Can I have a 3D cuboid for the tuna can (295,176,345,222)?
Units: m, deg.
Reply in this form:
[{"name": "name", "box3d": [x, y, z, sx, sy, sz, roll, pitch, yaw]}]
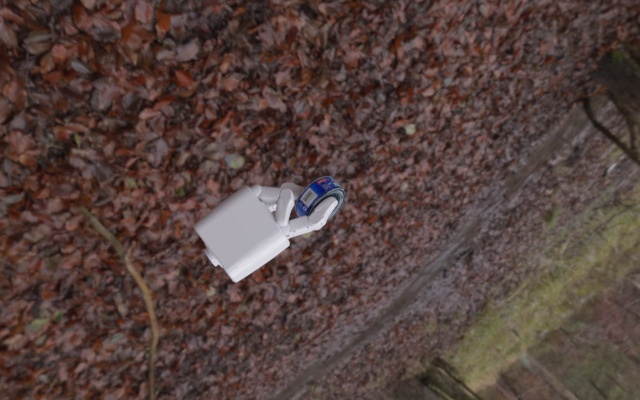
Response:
[{"name": "tuna can", "box3d": [0.001, 0.003, 0.802, 0.033, 0.086, 0.086, 44, 24, 28]}]
